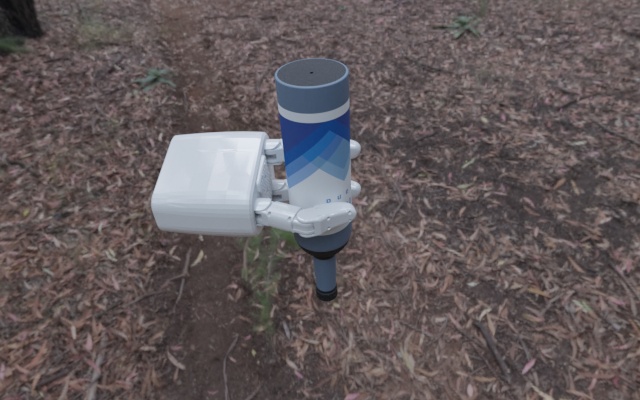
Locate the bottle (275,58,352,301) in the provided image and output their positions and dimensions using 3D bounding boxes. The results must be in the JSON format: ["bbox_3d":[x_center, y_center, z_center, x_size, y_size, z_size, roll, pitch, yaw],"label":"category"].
[{"bbox_3d":[0.000,0.001,0.515,0.069,0.296,0.069,-2,38,2],"label":"bottle"}]
